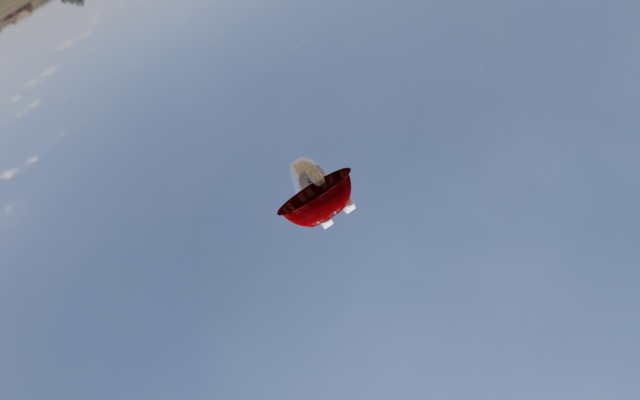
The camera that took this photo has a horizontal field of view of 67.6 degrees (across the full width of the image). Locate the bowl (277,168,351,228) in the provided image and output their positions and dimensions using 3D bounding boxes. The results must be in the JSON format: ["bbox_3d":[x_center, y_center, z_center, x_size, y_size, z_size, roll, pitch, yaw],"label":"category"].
[{"bbox_3d":[0.000,0.004,0.897,0.162,0.055,0.162,-31,11,6],"label":"bowl"}]
